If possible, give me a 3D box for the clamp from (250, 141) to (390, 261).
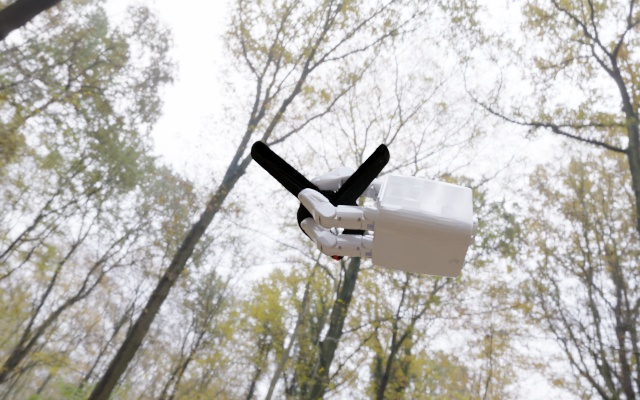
[{"bbox_3d":[0.001,0.002,0.613,0.164,0.036,0.210,9,-41,10],"label":"clamp"}]
